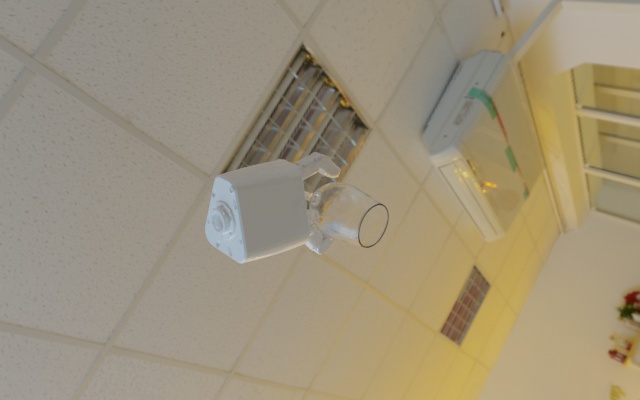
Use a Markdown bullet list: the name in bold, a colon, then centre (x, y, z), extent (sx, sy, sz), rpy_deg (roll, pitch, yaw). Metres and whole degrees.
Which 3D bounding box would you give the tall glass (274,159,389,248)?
- **tall glass**: centre (0.000, 0.002, 0.684), extent (0.201, 0.079, 0.079), rpy_deg (24, 16, 40)
